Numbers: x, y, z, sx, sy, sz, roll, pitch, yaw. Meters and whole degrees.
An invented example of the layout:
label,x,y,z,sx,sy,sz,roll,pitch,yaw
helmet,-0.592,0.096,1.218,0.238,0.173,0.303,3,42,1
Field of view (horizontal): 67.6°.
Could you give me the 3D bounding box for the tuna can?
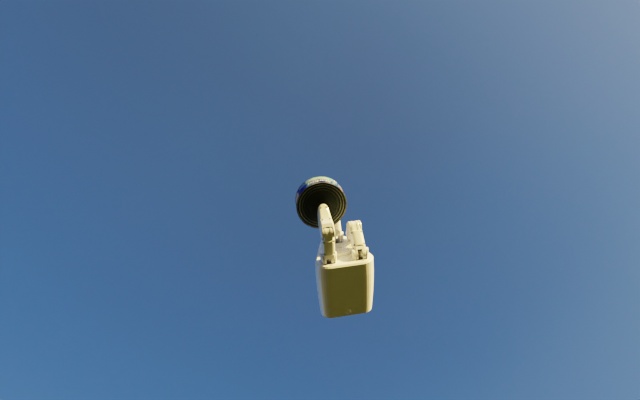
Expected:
label,x,y,z,sx,sy,sz,roll,pitch,yaw
tuna can,0.000,0.002,0.814,0.086,0.086,0.033,0,25,-8
